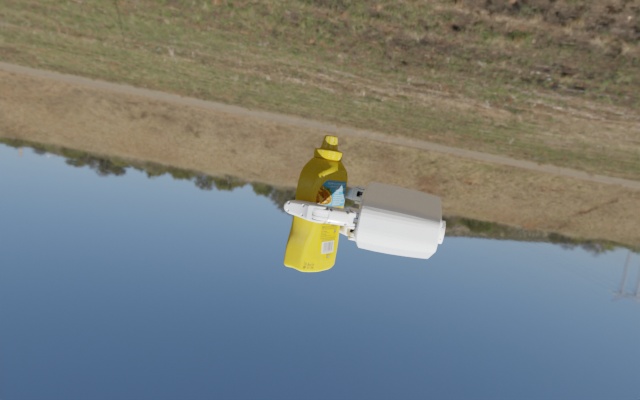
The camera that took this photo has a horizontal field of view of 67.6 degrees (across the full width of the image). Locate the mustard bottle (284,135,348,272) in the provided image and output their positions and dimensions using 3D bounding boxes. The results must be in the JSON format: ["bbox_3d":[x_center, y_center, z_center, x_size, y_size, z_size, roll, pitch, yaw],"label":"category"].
[{"bbox_3d":[0.000,0.002,0.688,0.058,0.191,0.096,14,7,33],"label":"mustard bottle"}]
